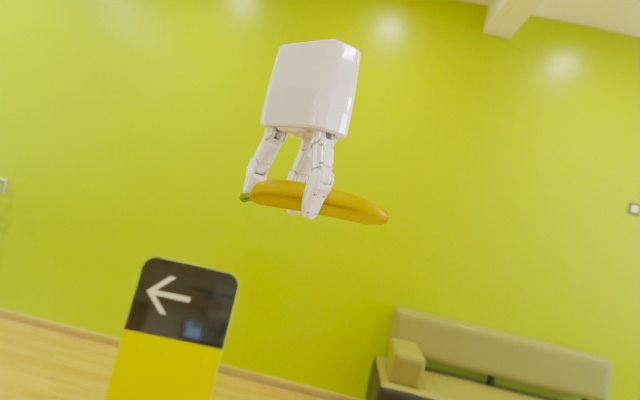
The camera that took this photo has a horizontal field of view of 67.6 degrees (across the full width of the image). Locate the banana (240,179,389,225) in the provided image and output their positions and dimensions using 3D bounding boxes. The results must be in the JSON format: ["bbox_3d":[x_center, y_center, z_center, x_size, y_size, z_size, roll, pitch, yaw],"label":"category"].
[{"bbox_3d":[-0.001,0.001,0.598,0.198,0.037,0.069,11,-3,-8],"label":"banana"}]
